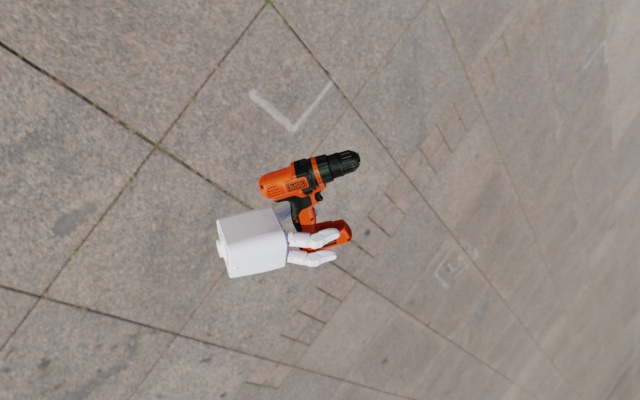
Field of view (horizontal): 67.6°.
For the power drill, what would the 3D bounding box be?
[{"bbox_3d":[0.000,0.003,0.880,0.184,0.188,0.057,-16,35,6],"label":"power drill"}]
